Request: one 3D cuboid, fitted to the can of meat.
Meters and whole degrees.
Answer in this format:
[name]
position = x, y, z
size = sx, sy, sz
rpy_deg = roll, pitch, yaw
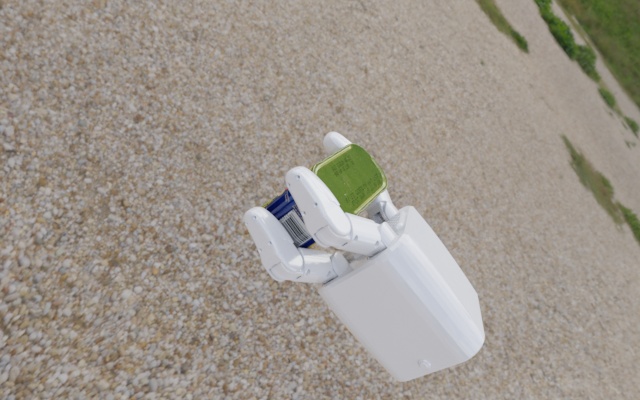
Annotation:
[can of meat]
position = 0.000, 0.001, 0.410
size = 0.084, 0.057, 0.102
rpy_deg = -36, 1, 37
